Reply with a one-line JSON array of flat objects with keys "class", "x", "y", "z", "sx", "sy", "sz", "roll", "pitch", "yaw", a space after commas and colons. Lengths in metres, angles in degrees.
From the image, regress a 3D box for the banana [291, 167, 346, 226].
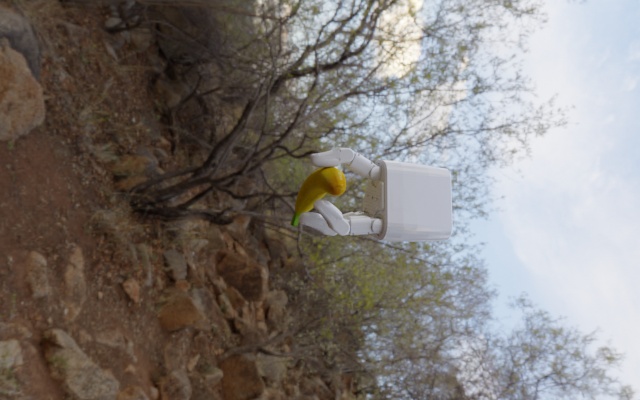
[{"class": "banana", "x": 0.000, "y": -0.014, "z": 0.703, "sx": 0.037, "sy": 0.069, "sz": 0.198, "roll": 9, "pitch": -19, "yaw": -16}]
